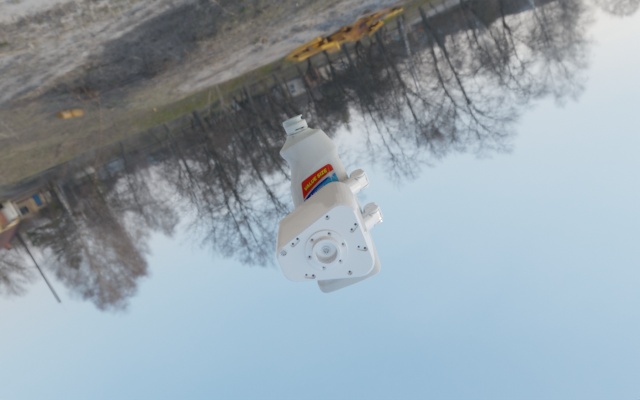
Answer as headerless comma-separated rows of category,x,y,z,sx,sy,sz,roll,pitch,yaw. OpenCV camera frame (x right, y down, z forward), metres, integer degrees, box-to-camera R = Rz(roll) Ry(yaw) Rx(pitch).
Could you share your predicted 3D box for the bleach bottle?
bleach bottle,0.000,0.002,0.689,0.102,0.251,0.068,-22,13,5
